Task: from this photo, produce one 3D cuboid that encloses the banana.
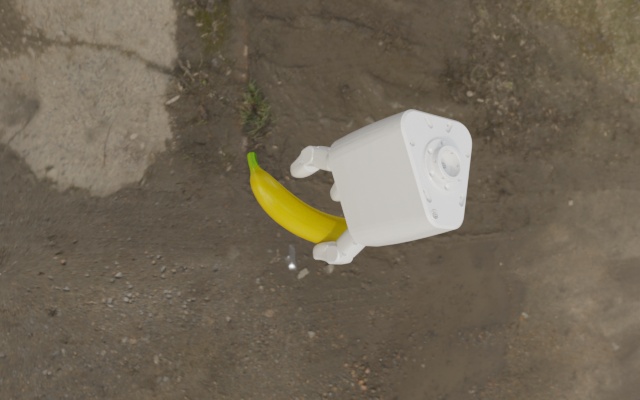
[{"bbox_3d":[-0.008,0.016,0.566,0.198,0.069,0.037,32,-30,-23],"label":"banana"}]
